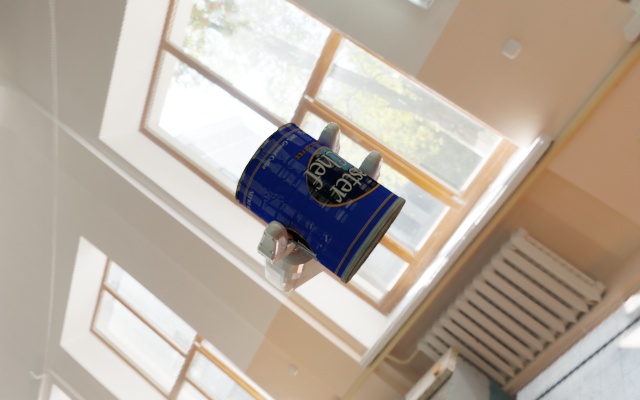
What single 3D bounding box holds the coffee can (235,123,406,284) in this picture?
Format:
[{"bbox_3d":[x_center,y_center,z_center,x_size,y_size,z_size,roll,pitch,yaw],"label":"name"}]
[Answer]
[{"bbox_3d":[0.000,0.002,0.486,0.140,0.103,0.103,36,8,11],"label":"coffee can"}]
